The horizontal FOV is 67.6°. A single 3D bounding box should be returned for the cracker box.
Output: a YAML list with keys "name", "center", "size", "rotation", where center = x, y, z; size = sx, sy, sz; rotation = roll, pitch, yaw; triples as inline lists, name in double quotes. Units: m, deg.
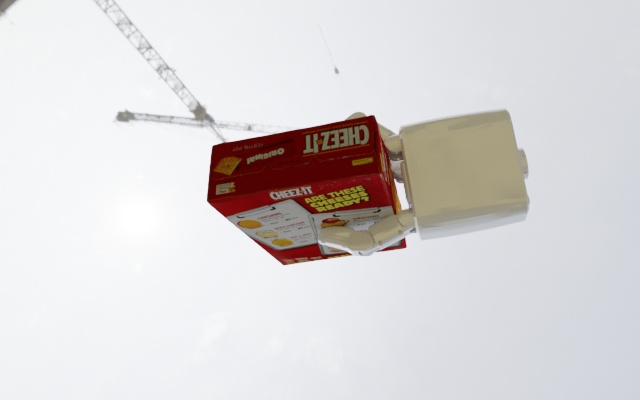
- name: "cracker box"
  center: [0.000, 0.002, 0.522]
  size: [0.164, 0.072, 0.214]
  rotation: [-9, -26, 12]
